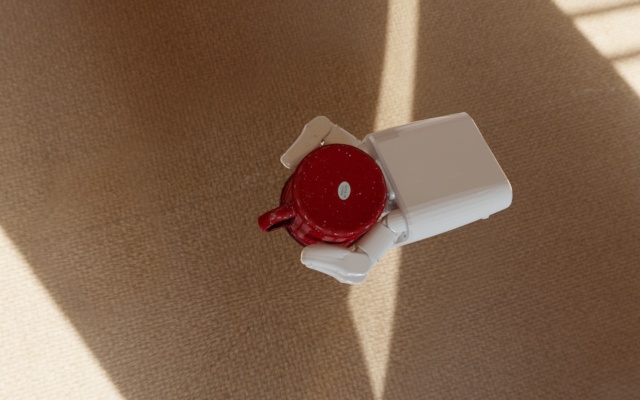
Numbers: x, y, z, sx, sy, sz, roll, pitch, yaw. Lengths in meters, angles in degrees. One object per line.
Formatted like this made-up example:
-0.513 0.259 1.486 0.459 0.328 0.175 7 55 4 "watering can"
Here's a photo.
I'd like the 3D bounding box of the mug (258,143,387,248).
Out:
-0.001 0.002 0.427 0.117 0.093 0.081 -17 -8 -11 "mug"
